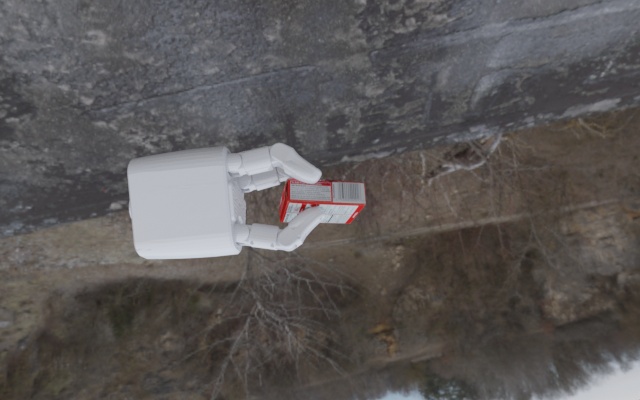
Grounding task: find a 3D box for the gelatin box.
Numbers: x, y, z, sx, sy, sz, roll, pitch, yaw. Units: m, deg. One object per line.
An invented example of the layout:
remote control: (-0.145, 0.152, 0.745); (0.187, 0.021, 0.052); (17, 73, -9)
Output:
gelatin box: (0.000, 0.002, 0.545); (0.089, 0.030, 0.073); (2, -20, -10)
